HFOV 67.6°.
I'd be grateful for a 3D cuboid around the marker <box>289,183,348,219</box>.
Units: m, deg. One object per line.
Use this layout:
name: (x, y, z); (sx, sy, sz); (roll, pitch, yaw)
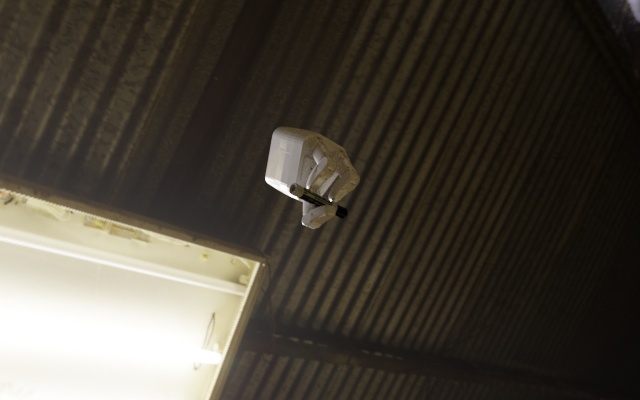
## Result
marker: (0.000, 0.002, 0.752); (0.121, 0.020, 0.020); (26, -17, -40)
